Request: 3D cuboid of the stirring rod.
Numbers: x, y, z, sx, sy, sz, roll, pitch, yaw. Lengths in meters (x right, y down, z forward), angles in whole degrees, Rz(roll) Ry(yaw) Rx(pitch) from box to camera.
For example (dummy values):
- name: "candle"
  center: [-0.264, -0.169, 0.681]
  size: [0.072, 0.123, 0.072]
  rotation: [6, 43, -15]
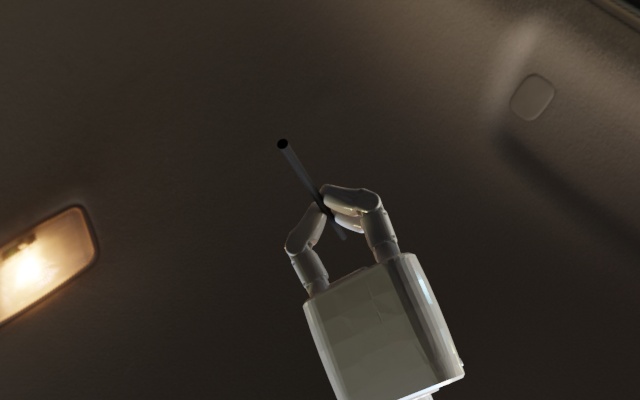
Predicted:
- name: "stirring rod"
  center: [0.000, 0.001, 0.442]
  size: [0.011, 0.011, 0.240]
  rotation: [0, -20, 14]
